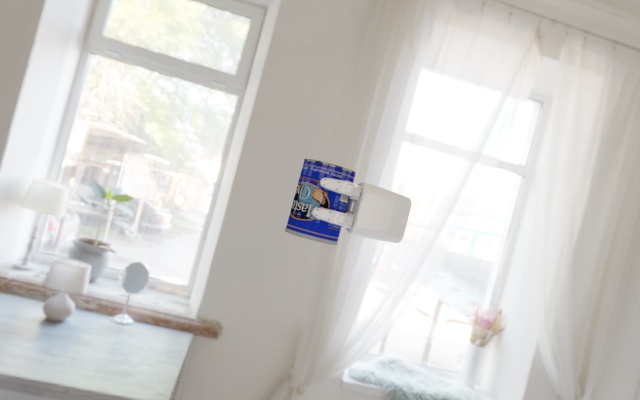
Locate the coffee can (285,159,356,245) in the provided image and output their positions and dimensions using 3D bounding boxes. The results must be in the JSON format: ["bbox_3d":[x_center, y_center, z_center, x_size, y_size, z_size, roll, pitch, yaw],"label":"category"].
[{"bbox_3d":[0.000,0.003,0.896,0.103,0.140,0.103,15,-1,0],"label":"coffee can"}]
